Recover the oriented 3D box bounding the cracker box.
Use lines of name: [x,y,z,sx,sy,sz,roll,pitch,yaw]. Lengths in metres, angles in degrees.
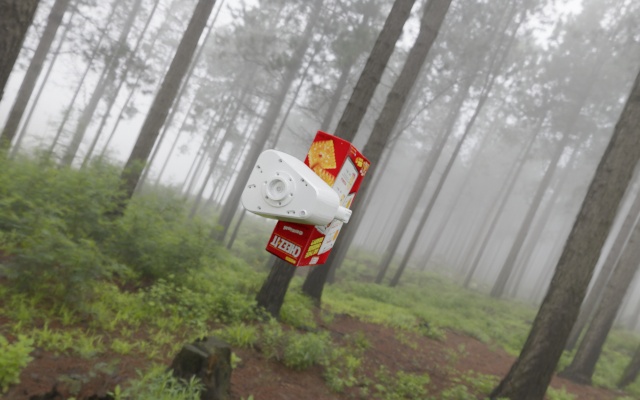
cracker box: [0.000,0.003,0.831,0.072,0.213,0.164,25,2,17]
